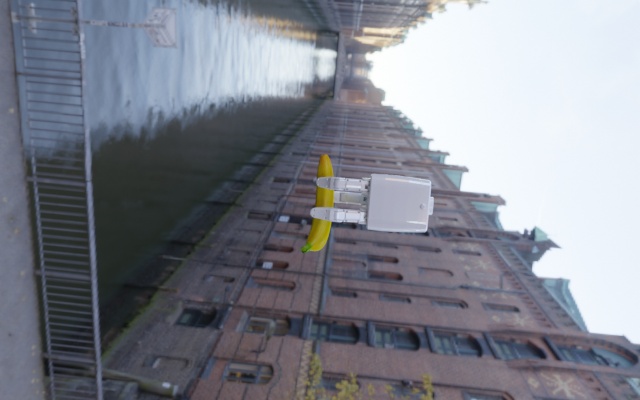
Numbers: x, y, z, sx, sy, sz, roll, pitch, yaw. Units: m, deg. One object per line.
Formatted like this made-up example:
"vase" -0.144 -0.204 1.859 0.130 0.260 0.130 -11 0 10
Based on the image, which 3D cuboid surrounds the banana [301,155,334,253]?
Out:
"banana" 0.003 0.013 0.898 0.037 0.197 0.070 5 -22 13
